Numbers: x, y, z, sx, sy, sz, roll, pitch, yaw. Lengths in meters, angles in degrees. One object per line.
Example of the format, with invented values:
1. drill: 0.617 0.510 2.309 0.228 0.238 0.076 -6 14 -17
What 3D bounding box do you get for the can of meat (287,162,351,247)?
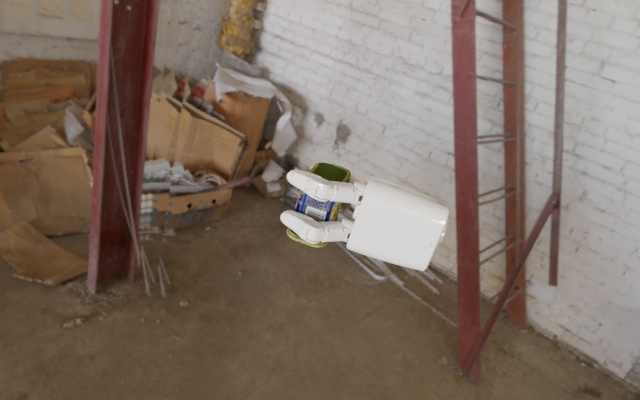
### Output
1. can of meat: 0.000 0.002 0.652 0.057 0.084 0.102 20 24 7
